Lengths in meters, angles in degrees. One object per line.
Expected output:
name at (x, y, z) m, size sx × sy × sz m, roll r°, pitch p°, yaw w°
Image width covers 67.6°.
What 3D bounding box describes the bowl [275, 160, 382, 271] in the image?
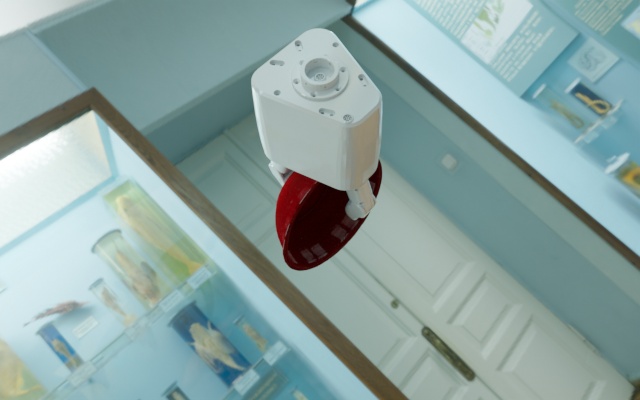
bowl at (0.000, 0.003, 0.560) m, size 0.055 × 0.162 × 0.162 m, roll 37°, pitch 20°, yaw 29°
